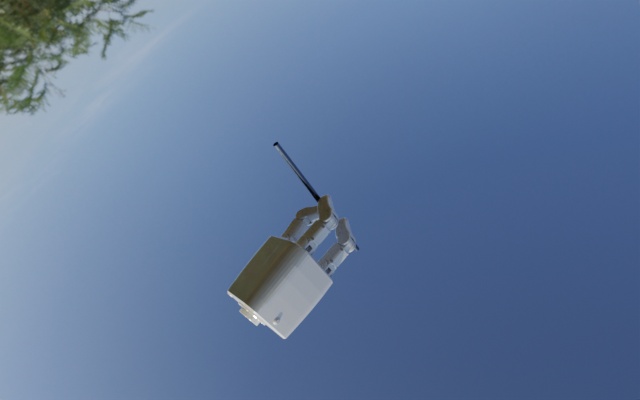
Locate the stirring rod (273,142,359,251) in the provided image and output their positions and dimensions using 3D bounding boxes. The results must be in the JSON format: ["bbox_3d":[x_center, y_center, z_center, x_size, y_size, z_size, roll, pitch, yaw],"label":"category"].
[{"bbox_3d":[0.000,0.002,0.699,0.011,0.011,0.240,0,-40,39],"label":"stirring rod"}]
